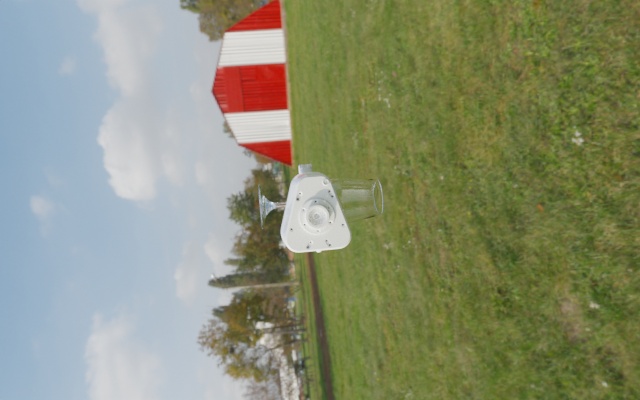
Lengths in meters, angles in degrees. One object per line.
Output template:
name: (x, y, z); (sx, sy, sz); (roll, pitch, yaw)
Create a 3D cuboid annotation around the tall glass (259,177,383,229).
tall glass: (-0.001, 0.003, 0.798); (0.201, 0.079, 0.079); (-5, 0, -5)
